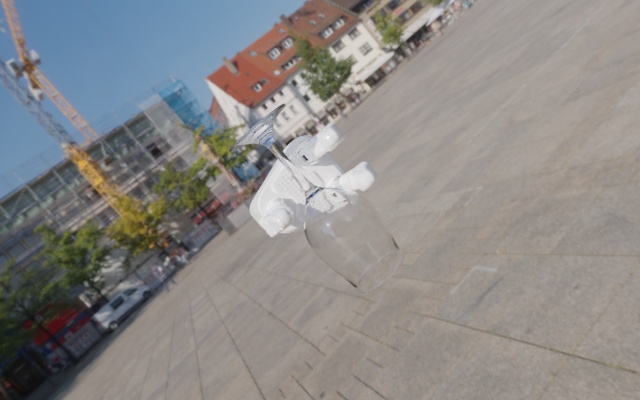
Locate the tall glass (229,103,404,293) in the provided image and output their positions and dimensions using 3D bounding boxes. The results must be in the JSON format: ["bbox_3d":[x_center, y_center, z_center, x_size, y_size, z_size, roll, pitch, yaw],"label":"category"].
[{"bbox_3d":[0.000,0.001,0.493,0.079,0.201,0.079,-40,7,6],"label":"tall glass"}]
